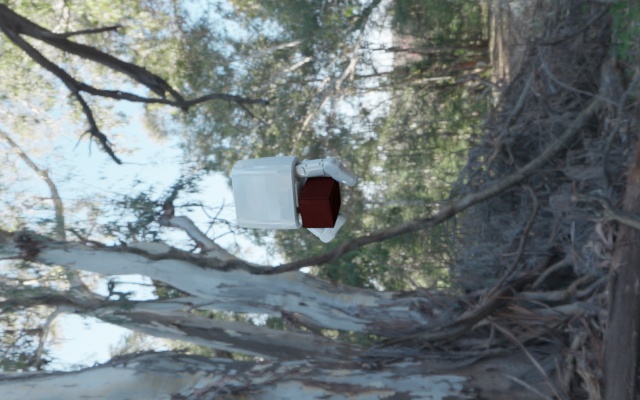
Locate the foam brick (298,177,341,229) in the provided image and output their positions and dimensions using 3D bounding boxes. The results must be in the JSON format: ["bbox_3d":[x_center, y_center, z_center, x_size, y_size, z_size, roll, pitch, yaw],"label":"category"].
[{"bbox_3d":[0.000,0.003,0.750,0.051,0.053,0.078,-1,29,12],"label":"foam brick"}]
